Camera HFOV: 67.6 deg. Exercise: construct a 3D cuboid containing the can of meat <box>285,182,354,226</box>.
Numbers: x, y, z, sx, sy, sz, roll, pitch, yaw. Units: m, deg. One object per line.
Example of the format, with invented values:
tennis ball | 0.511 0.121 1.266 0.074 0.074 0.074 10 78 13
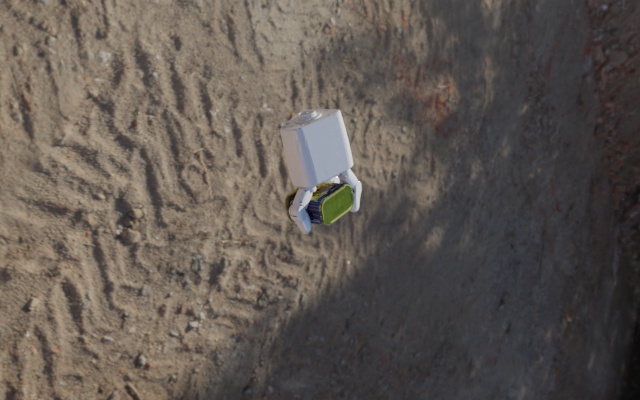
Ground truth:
can of meat | 0.000 0.003 0.877 0.084 0.057 0.102 8 30 39
